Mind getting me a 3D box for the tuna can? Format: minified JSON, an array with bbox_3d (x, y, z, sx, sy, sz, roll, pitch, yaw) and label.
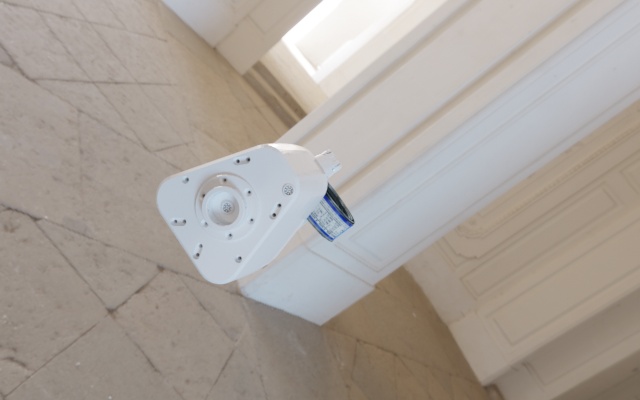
[{"bbox_3d":[0.001,0.001,0.526,0.034,0.086,0.086,-38,-6,8],"label":"tuna can"}]
